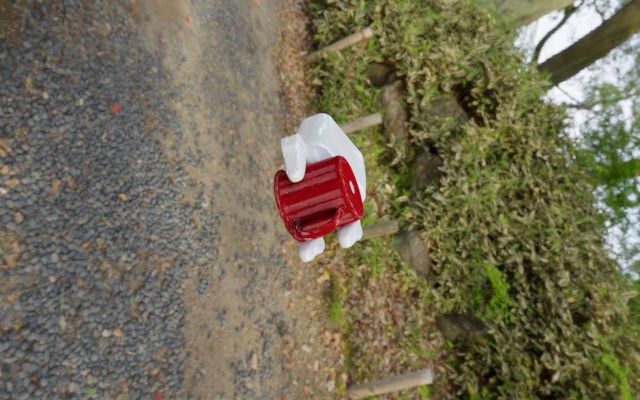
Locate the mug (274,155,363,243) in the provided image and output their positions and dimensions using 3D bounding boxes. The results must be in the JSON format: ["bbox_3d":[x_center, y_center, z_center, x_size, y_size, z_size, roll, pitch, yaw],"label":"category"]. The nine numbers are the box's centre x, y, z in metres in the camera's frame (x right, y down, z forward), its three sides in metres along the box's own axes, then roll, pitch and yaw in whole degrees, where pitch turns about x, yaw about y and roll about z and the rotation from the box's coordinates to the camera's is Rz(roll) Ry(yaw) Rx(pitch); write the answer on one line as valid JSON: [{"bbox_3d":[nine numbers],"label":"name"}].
[{"bbox_3d":[0.000,0.003,0.561,0.081,0.093,0.117,-18,31,16],"label":"mug"}]
